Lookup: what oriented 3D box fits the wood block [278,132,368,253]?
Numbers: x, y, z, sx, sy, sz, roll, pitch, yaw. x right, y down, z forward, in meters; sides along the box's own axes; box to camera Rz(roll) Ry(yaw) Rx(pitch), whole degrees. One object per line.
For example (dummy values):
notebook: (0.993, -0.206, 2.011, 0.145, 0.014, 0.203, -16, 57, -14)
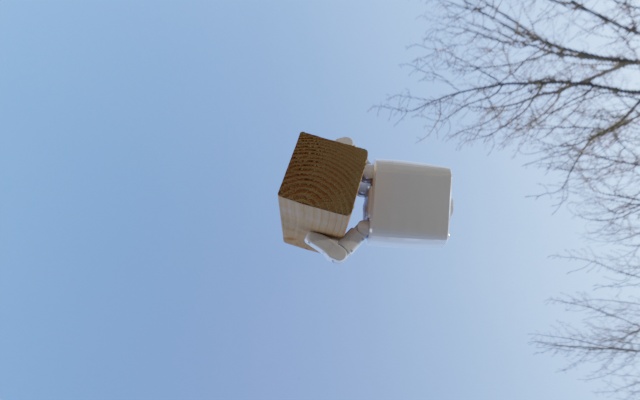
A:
wood block: (0.000, 0.003, 0.656, 0.090, 0.090, 0.206, 16, -20, 4)
